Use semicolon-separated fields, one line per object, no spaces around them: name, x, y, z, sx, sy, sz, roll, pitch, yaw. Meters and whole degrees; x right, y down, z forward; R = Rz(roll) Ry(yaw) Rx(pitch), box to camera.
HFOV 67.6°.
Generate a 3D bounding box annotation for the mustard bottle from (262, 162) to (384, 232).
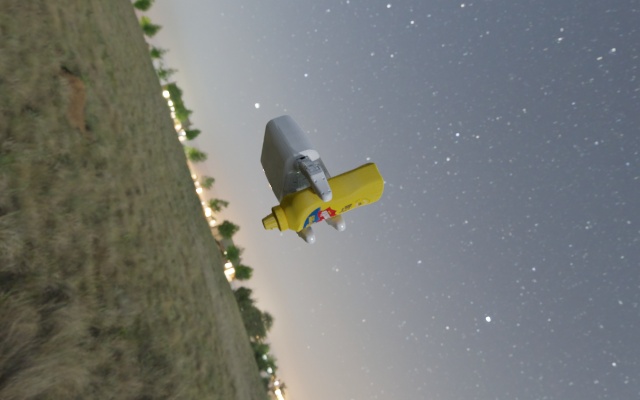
mustard bottle;0.000;0.003;0.746;0.191;0.058;0.096;-21;-14;-13
